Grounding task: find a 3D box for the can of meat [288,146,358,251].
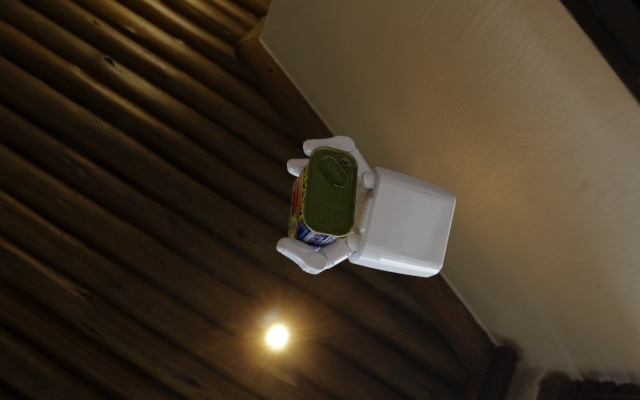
[{"bbox_3d":[0.000,0.002,0.553,0.057,0.102,0.084,11,-22,-14],"label":"can of meat"}]
